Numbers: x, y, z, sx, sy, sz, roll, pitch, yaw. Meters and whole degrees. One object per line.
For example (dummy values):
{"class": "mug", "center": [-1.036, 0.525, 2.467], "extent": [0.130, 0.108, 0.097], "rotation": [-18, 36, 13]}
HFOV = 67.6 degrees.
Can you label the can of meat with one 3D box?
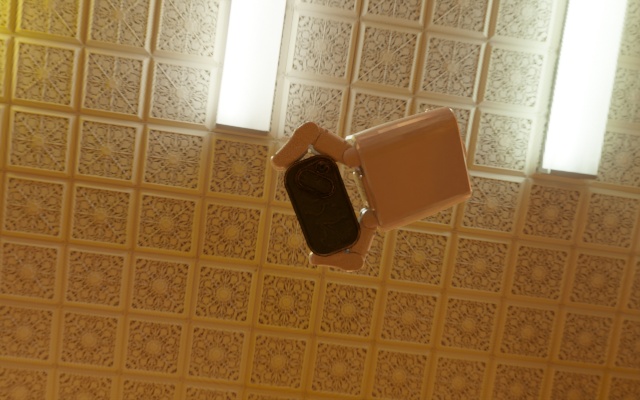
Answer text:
{"class": "can of meat", "center": [0.000, 0.002, 0.522], "extent": [0.057, 0.102, 0.084], "rotation": [-21, 6, -1]}
